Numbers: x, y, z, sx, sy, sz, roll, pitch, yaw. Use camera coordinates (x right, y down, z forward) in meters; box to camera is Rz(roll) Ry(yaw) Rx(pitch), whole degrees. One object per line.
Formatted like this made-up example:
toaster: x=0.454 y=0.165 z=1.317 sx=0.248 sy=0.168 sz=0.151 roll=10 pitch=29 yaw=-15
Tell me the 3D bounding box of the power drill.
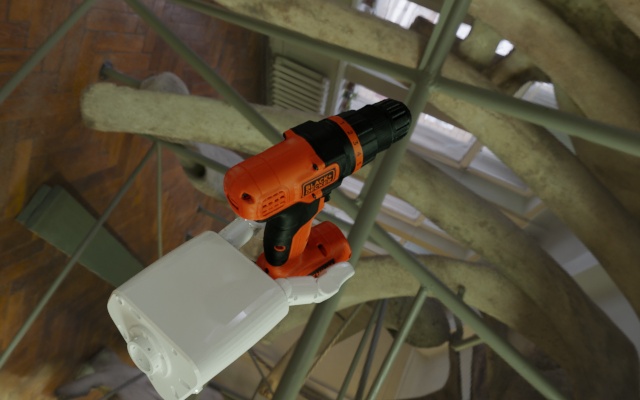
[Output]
power drill: x=0.000 y=0.002 z=0.453 sx=0.184 sy=0.188 sz=0.057 roll=-27 pitch=56 yaw=-24
